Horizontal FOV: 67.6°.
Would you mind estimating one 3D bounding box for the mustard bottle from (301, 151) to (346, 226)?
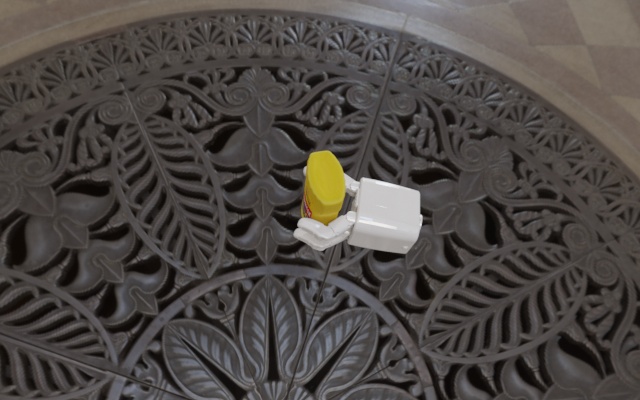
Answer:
[{"bbox_3d":[0.000,0.003,0.810,0.058,0.096,0.192,-11,-23,-11],"label":"mustard bottle"}]
